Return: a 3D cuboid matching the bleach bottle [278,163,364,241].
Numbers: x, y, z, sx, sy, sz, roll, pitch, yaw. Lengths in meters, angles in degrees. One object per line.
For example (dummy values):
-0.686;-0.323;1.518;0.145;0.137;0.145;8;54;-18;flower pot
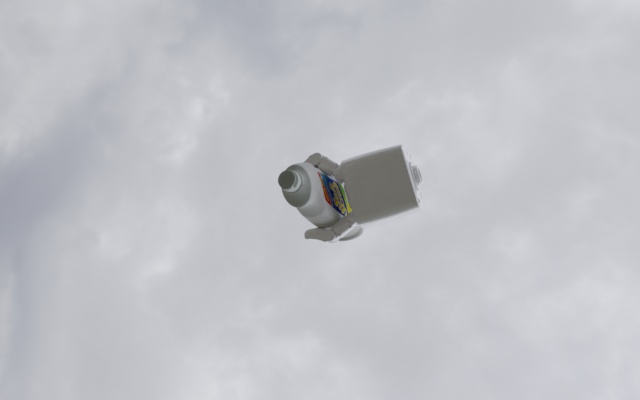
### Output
0.000;0.003;0.797;0.068;0.102;0.251;-16;-17;19;bleach bottle
